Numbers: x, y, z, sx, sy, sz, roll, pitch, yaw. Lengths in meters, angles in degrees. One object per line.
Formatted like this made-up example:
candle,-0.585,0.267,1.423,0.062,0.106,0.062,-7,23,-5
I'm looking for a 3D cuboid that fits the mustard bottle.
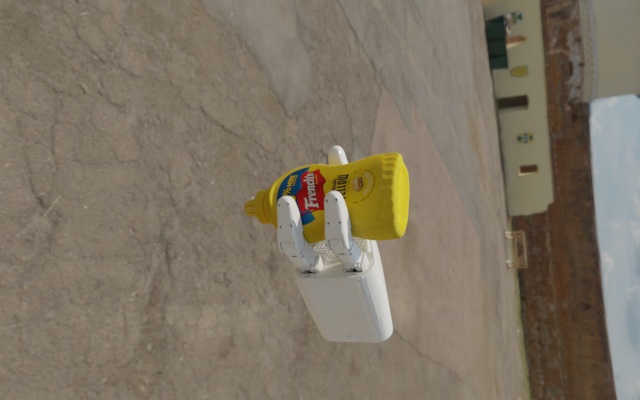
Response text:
mustard bottle,0.000,0.002,0.539,0.191,0.096,0.058,-6,-33,23
